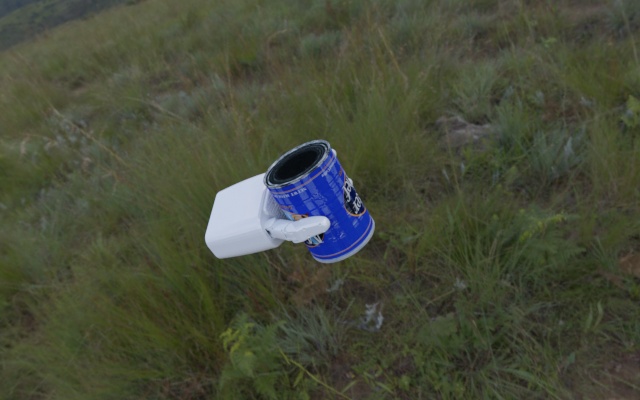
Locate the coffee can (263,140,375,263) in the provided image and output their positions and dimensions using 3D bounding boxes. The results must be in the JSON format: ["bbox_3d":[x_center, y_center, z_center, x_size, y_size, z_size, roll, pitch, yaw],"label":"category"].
[{"bbox_3d":[0.000,0.002,0.665,0.103,0.140,0.102,-25,28,14],"label":"coffee can"}]
